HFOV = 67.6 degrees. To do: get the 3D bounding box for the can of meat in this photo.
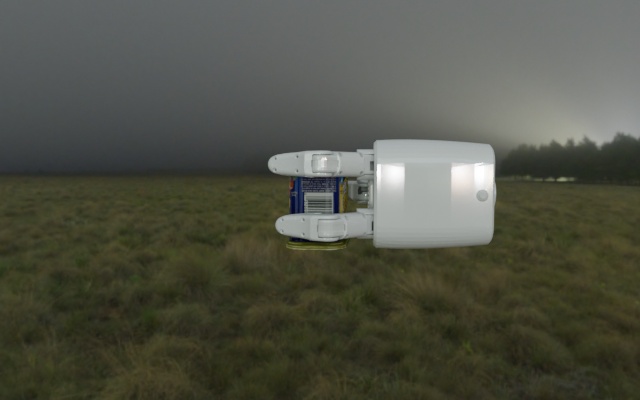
[{"bbox_3d":[0.000,0.001,0.482,0.057,0.084,0.102,1,3,7],"label":"can of meat"}]
